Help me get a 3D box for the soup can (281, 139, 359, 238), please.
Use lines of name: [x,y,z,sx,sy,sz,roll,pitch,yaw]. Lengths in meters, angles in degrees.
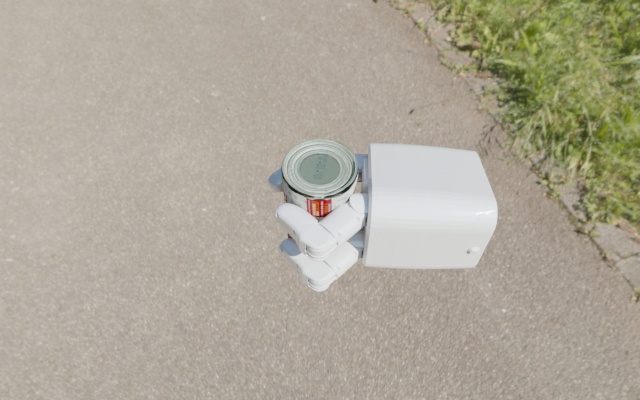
soup can: [0.000,0.001,0.443,0.068,0.068,0.102,0,-37,1]
